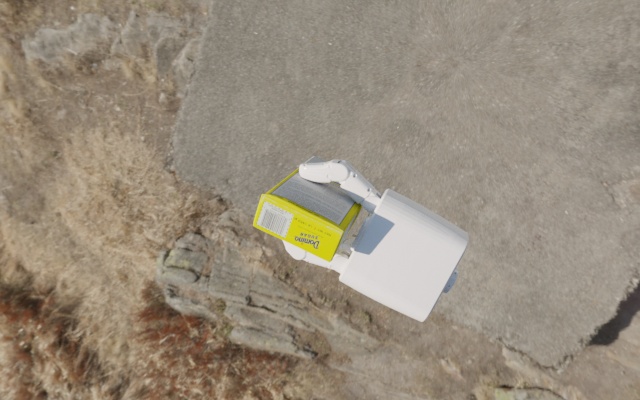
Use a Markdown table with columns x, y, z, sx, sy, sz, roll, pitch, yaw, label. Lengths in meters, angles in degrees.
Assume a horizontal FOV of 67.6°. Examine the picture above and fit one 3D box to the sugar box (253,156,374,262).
| x | y | z | sx | sy | sz | roll | pitch | yaw | label |
| --- | --- | --- | --- | --- | --- | --- | --- | --- | --- |
| 0.000 | 0.002 | 0.559 | 0.093 | 0.048 | 0.176 | 26 | 21 | 8 | sugar box |
